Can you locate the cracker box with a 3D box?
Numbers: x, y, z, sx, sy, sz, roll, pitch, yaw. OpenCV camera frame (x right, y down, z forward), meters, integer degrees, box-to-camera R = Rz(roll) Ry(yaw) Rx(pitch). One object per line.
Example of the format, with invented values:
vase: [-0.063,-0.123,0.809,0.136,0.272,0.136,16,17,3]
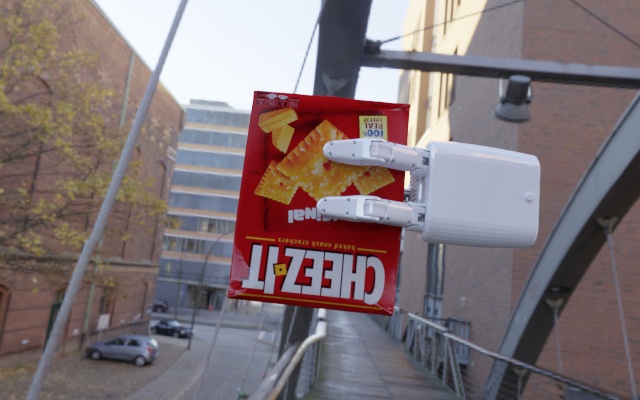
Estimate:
cracker box: [0.000,0.001,0.493,0.164,0.213,0.072,6,-9,0]
